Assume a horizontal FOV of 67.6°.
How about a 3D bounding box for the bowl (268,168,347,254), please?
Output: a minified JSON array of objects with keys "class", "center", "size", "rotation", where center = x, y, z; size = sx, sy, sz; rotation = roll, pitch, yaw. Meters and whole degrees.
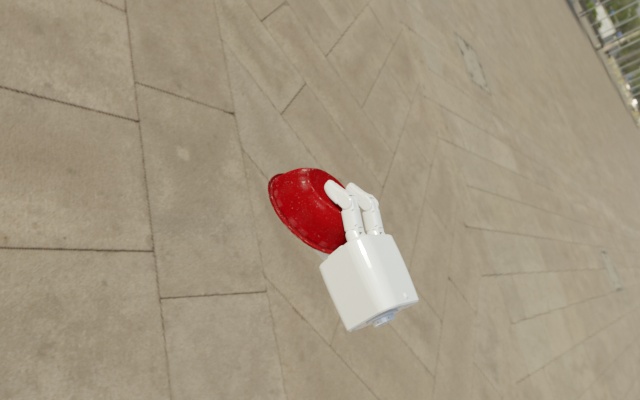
[{"class":"bowl","center":[0.000,0.001,0.730],"size":[0.055,0.162,0.162],"rotation":[-46,-25,26]}]
